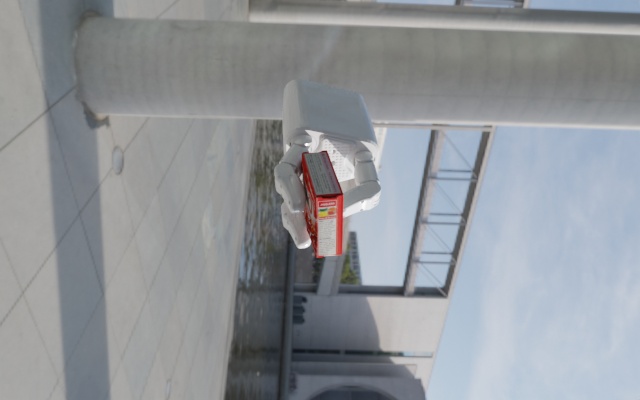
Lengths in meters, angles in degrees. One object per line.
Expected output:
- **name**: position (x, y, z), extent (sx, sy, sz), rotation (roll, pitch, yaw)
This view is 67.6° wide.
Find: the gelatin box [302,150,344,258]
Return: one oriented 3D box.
- **gelatin box**: position (0.001, 0.002, 0.483), extent (0.030, 0.073, 0.089), rotation (-6, 35, -9)
